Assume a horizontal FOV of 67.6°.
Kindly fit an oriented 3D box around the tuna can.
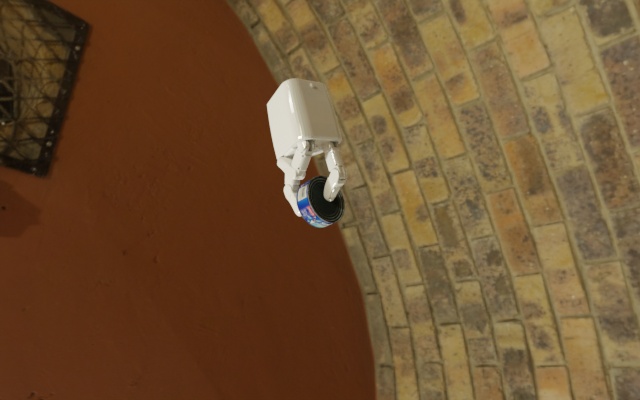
[{"bbox_3d":[0.000,0.003,0.819,0.086,0.086,0.034,0,-20,-46],"label":"tuna can"}]
